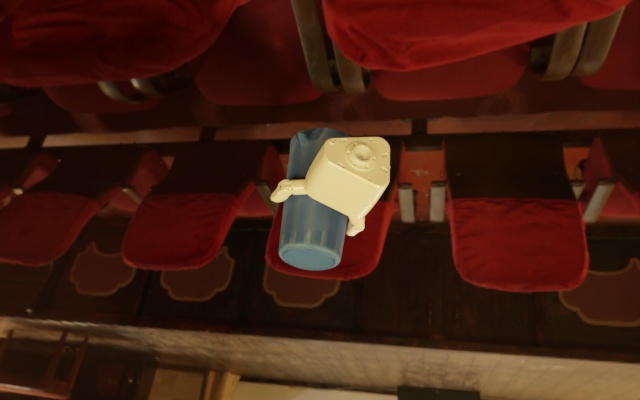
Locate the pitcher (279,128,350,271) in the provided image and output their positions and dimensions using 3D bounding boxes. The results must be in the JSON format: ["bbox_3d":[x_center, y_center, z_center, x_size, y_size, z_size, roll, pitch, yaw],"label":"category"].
[{"bbox_3d":[0.000,0.003,0.876,0.149,0.242,0.145,13,-30,-10],"label":"pitcher"}]
